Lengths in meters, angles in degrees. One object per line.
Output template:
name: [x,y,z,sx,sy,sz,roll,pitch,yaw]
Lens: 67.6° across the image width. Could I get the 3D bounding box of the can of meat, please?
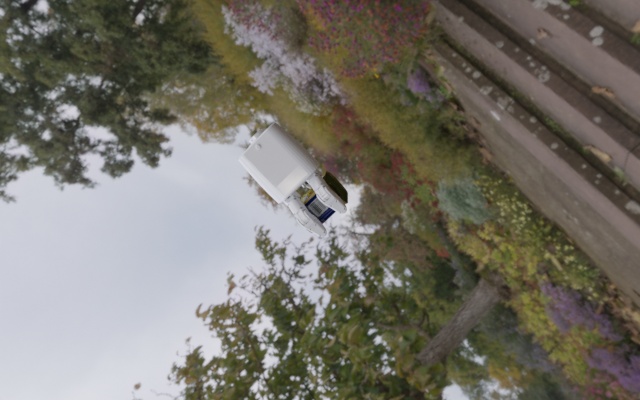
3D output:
can of meat: [0.000,0.003,0.857,0.084,0.057,0.102,-43,9,13]
